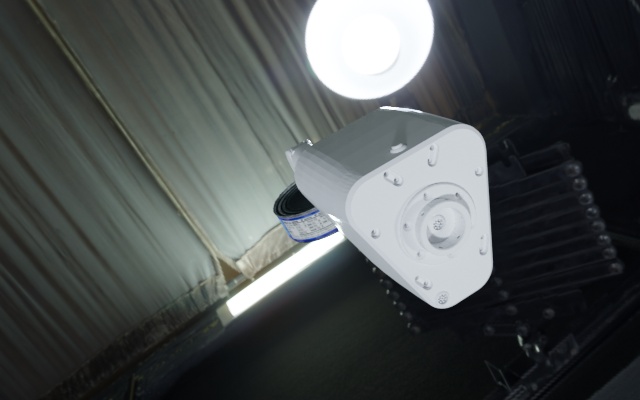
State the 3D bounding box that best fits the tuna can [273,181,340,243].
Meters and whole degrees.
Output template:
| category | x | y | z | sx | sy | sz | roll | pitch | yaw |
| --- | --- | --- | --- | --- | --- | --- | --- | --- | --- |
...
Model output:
| category | x | y | z | sx | sy | sz | roll | pitch | yaw |
| --- | --- | --- | --- | --- | --- | --- | --- | --- | --- |
| tuna can | 0.000 | 0.002 | 0.453 | 0.086 | 0.034 | 0.086 | -25 | 24 | 12 |
